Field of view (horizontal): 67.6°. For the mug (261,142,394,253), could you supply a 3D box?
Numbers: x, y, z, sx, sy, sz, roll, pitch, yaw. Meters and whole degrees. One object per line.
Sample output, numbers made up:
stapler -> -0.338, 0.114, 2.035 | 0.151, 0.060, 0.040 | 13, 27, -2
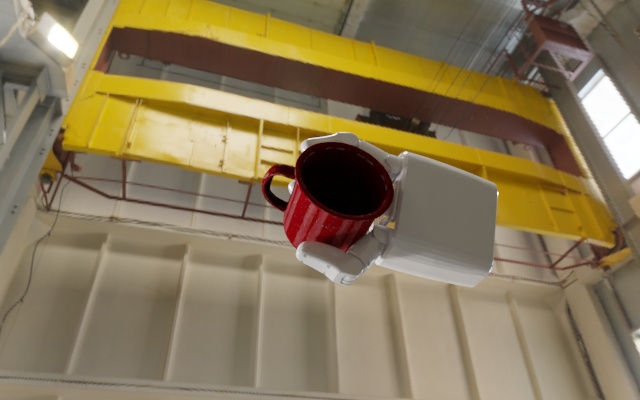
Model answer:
mug -> -0.001, 0.001, 0.454 | 0.117, 0.093, 0.082 | 17, -42, -7
